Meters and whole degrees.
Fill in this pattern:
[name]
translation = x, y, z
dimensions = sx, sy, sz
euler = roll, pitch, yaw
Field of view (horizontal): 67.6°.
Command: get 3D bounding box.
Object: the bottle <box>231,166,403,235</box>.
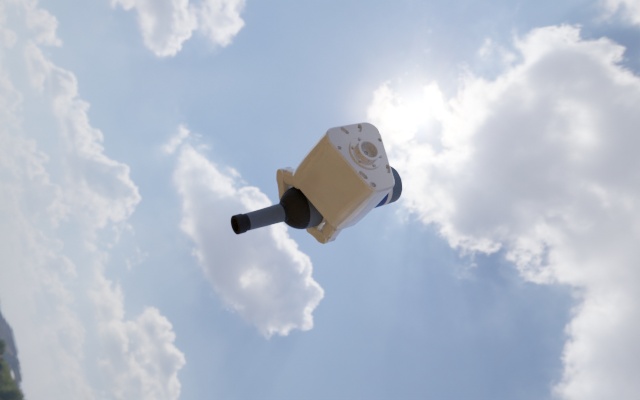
[bottle]
translation = 0.000, 0.002, 0.734
dimensions = 0.295, 0.069, 0.069
euler = -15, 9, -35
